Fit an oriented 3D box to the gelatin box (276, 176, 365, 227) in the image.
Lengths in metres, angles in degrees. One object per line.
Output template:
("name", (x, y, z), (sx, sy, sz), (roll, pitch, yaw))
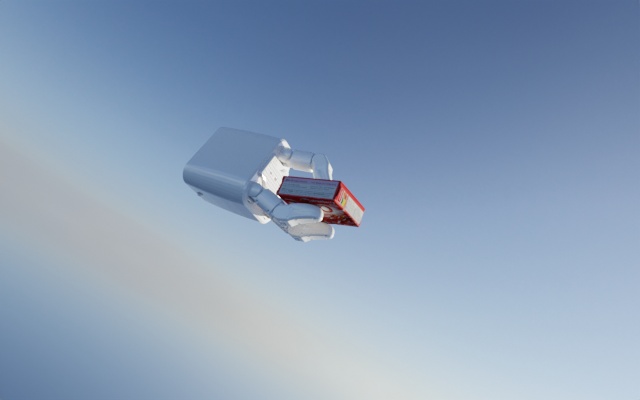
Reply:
("gelatin box", (0.001, 0.002, 0.596), (0.089, 0.030, 0.073), (6, -25, 33))
